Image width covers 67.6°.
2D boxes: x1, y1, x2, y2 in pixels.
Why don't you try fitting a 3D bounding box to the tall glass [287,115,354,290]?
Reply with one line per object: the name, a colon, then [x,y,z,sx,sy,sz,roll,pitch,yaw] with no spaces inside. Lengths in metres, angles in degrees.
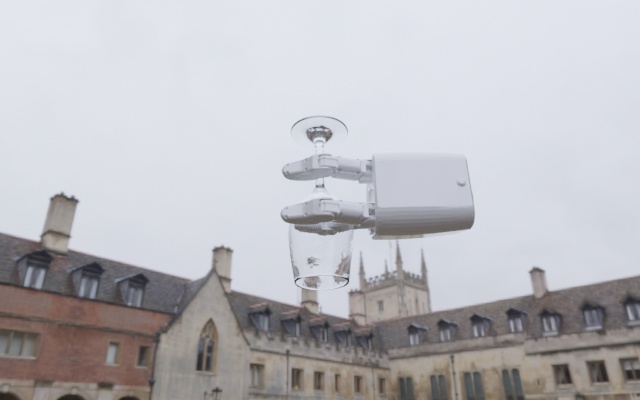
tall glass: [0.000,0.001,0.572,0.079,0.201,0.079,0,-25,0]
